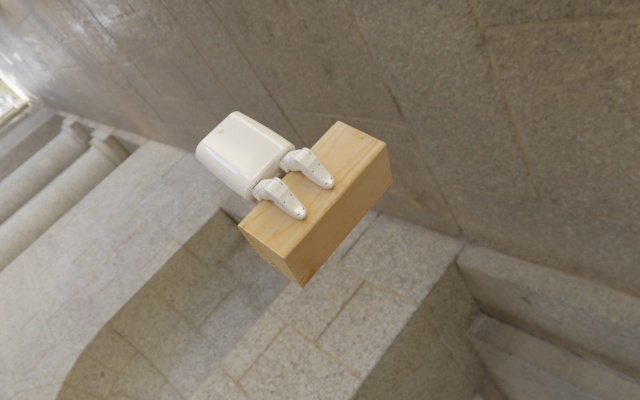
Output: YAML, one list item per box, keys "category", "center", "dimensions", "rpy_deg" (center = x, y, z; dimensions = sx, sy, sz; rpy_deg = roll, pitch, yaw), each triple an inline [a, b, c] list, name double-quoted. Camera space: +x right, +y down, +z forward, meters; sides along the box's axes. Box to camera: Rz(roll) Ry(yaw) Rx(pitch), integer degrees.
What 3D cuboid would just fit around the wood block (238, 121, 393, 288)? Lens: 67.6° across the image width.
- category: "wood block"
  center: [0.000, 0.002, 0.656]
  dimensions: [0.090, 0.206, 0.091]
  rpy_deg: [31, -21, 31]
